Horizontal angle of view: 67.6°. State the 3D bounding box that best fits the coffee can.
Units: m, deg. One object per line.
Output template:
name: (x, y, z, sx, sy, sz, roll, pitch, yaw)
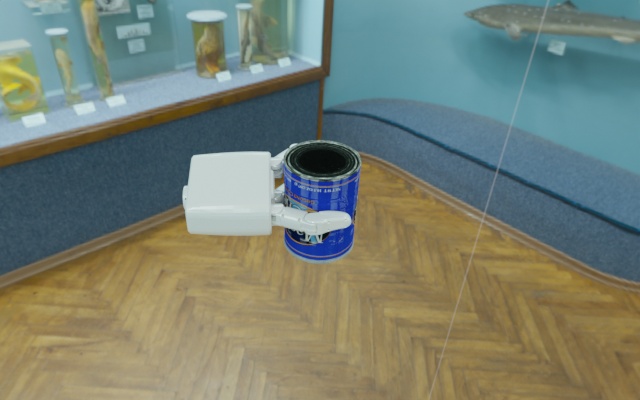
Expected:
coffee can: (0.000, 0.002, 0.662, 0.103, 0.140, 0.102, 2, 35, -1)
